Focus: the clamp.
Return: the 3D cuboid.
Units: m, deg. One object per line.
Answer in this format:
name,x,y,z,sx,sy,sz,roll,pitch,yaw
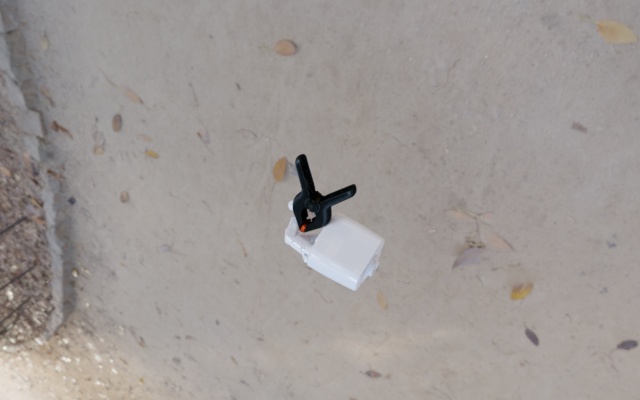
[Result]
clamp,0.000,0.003,0.874,0.120,0.172,0.039,30,49,19
